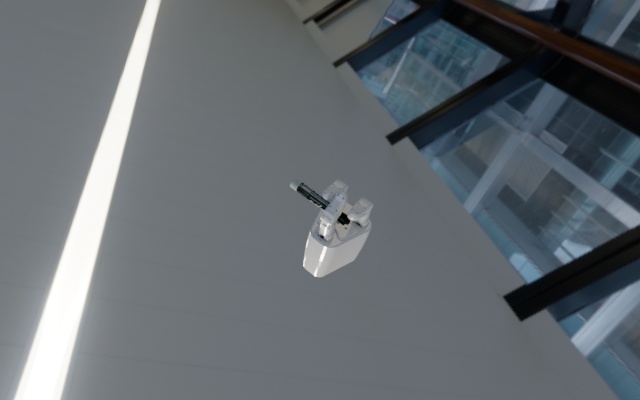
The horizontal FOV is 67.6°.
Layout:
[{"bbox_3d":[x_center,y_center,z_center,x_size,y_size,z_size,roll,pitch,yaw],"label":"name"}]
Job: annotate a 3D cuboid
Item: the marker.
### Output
[{"bbox_3d":[0.000,0.003,0.797,0.121,0.020,0.020,36,12,17],"label":"marker"}]
